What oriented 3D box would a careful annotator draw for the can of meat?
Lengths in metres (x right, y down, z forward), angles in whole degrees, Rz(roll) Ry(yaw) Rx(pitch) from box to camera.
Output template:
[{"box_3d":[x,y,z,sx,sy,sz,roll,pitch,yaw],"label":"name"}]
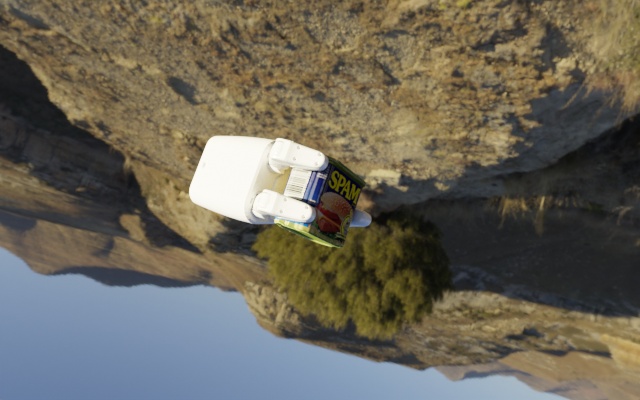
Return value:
[{"box_3d":[0.000,0.002,0.537,0.057,0.084,0.102,13,-10,33],"label":"can of meat"}]
